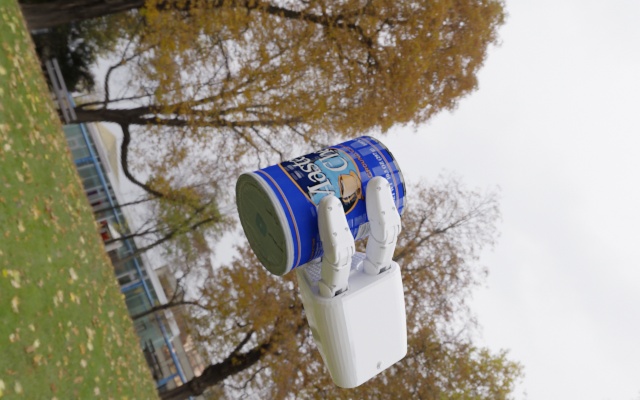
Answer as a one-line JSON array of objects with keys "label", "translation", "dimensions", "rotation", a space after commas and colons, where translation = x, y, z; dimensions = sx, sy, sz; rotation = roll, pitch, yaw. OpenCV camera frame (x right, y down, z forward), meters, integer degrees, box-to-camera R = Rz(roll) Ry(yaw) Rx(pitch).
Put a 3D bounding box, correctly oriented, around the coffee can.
[{"label": "coffee can", "translation": [0.000, 0.001, 0.481], "dimensions": [0.140, 0.103, 0.103], "rotation": [-21, 10, -28]}]
